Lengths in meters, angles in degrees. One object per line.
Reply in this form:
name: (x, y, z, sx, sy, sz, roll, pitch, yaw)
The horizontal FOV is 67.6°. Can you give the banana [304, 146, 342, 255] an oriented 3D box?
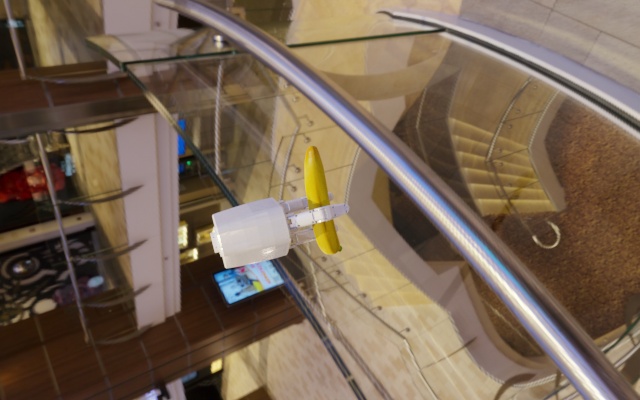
banana: (0.001, 0.013, 0.777, 0.037, 0.198, 0.069, -11, 21, 5)
